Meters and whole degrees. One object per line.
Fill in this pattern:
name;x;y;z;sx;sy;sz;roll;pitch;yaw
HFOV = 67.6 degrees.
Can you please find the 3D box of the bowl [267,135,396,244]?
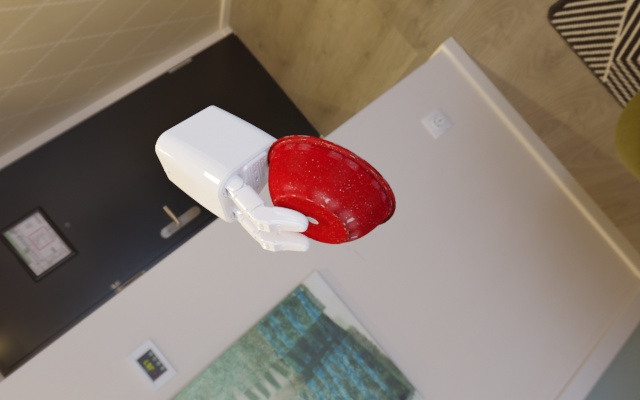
bowl;0.001;0.002;0.537;0.162;0.055;0.162;21;-28;12
